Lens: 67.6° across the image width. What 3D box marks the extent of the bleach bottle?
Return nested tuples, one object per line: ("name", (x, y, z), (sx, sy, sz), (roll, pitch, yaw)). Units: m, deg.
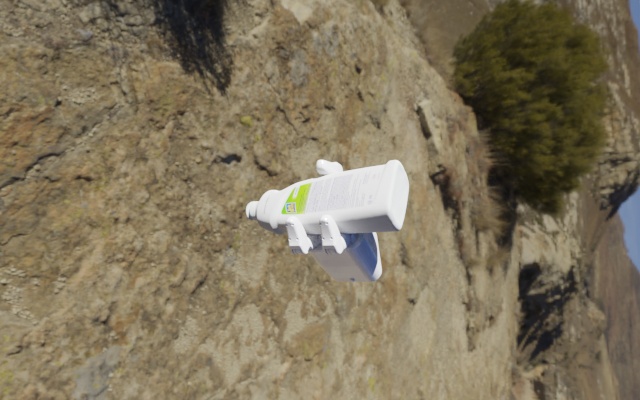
("bleach bottle", (0.000, 0.002, 0.721), (0.251, 0.102, 0.068), (-4, -40, 28))
